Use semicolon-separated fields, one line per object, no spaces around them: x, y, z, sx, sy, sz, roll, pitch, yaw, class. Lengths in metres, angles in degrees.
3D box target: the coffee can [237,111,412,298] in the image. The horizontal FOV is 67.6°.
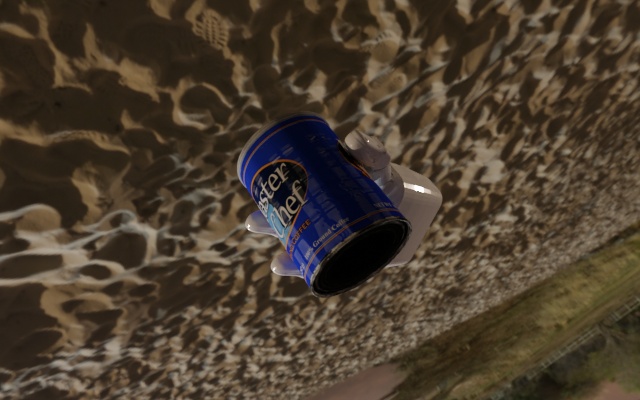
0.000;0.001;0.437;0.103;0.140;0.103;-26;-31;-17;coffee can
